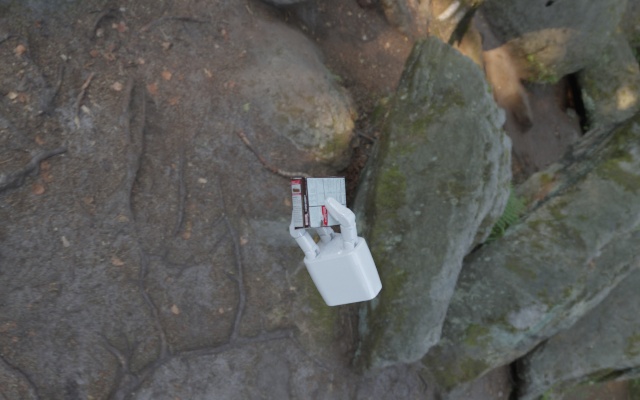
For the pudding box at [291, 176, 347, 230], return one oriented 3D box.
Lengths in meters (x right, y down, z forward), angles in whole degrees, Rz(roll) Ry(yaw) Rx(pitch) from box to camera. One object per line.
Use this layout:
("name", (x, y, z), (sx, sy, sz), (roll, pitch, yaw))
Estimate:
("pudding box", (0.000, 0.003, 0.841), (0.039, 0.090, 0.113), (-6, -2, 38))
